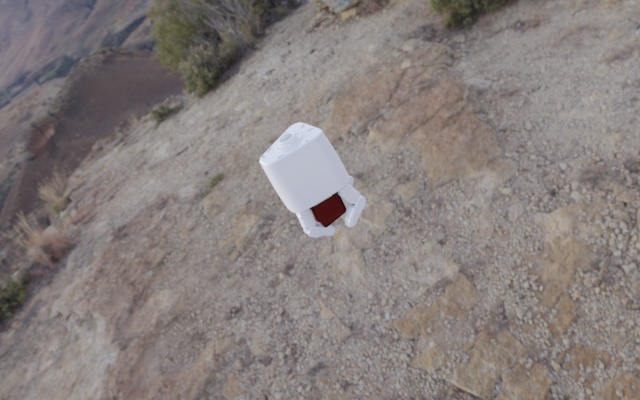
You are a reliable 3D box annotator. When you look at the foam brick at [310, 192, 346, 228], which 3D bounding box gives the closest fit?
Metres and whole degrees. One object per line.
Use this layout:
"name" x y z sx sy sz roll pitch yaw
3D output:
"foam brick" 0.000 0.003 0.854 0.053 0.051 0.078 -38 33 -15
